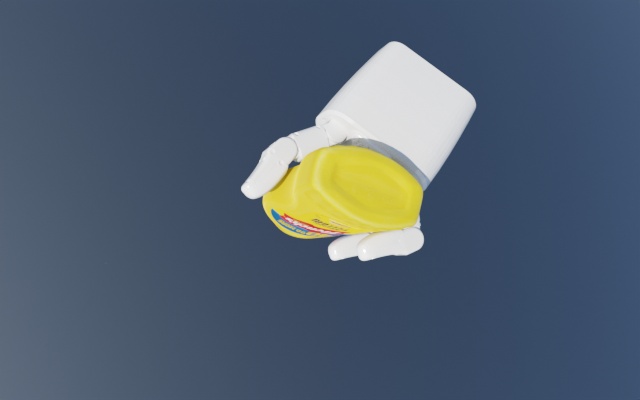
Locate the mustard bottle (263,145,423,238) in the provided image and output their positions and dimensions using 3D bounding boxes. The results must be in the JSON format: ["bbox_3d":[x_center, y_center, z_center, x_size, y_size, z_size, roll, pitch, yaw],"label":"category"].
[{"bbox_3d":[0.000,0.002,0.435,0.096,0.058,0.191,18,-14,-21],"label":"mustard bottle"}]
